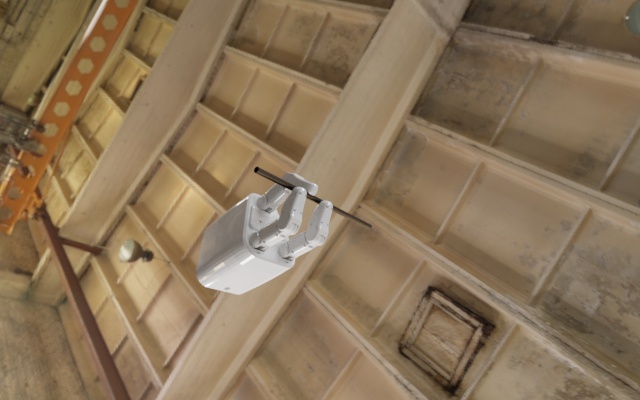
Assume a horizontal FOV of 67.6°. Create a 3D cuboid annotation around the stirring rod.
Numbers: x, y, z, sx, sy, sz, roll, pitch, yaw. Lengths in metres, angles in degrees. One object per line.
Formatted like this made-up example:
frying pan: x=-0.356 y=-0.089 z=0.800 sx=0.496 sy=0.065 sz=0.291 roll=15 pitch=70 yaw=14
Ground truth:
stirring rod: x=0.000 y=0.002 z=0.645 sx=0.011 sy=0.011 sz=0.239 roll=0 pitch=-19 yaw=41
